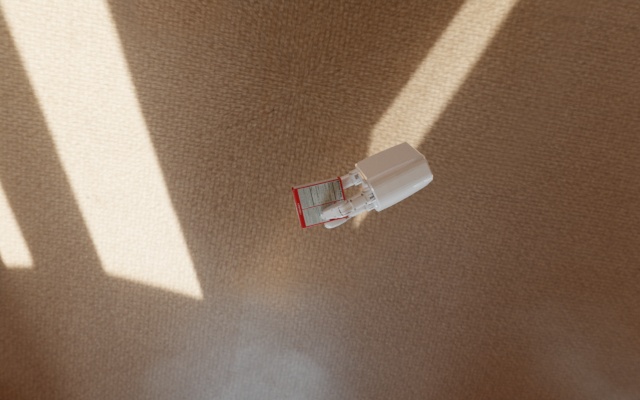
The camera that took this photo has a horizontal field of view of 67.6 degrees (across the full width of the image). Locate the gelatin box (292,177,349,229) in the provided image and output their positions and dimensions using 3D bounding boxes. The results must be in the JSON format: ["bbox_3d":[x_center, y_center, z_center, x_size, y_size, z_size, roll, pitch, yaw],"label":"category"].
[{"bbox_3d":[0.000,0.003,0.849,0.089,0.073,0.030,-14,12,-5],"label":"gelatin box"}]
